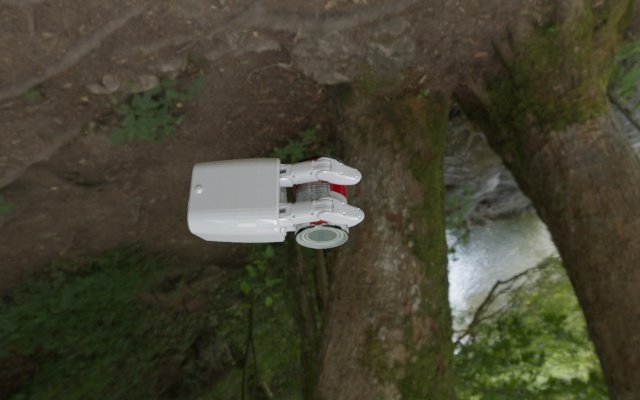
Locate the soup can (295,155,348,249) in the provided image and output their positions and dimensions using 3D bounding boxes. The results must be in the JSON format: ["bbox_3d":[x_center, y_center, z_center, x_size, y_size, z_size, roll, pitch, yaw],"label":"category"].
[{"bbox_3d":[0.001,0.002,0.610,0.068,0.102,0.068,-1,-28,-1],"label":"soup can"}]
